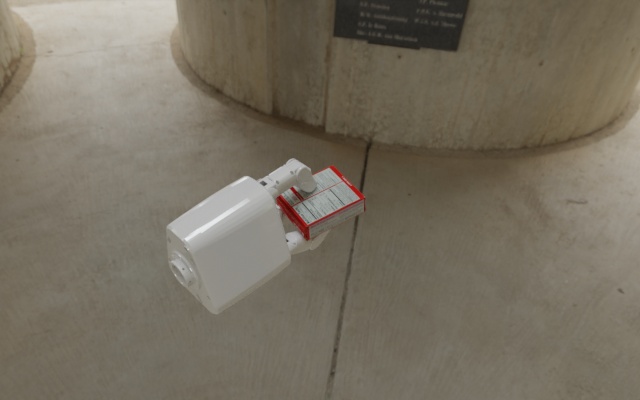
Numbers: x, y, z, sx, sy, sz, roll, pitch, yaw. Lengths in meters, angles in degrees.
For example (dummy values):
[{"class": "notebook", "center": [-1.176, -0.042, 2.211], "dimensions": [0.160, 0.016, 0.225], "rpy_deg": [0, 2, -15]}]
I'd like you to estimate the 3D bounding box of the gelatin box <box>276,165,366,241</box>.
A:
[{"class": "gelatin box", "center": [0.000, 0.001, 0.598], "dimensions": [0.089, 0.030, 0.073], "rpy_deg": [-27, 50, -20]}]
